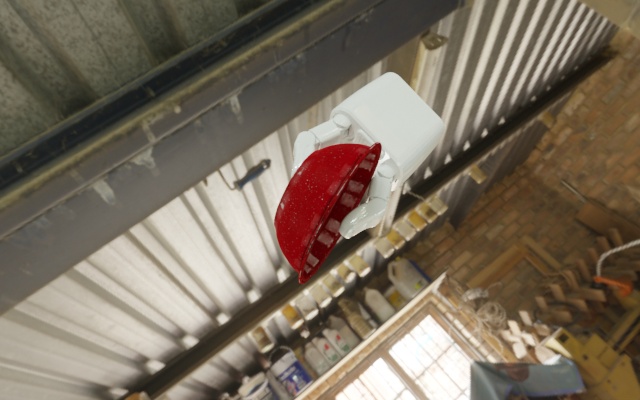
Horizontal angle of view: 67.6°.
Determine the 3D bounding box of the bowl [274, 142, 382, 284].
[{"bbox_3d":[-0.001,0.002,0.485,0.055,0.162,0.162,29,6,11],"label":"bowl"}]
